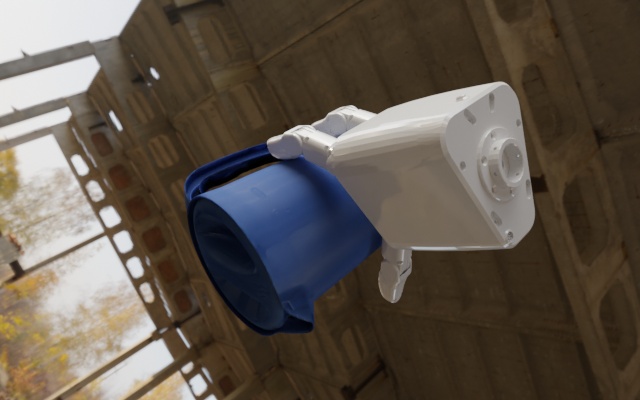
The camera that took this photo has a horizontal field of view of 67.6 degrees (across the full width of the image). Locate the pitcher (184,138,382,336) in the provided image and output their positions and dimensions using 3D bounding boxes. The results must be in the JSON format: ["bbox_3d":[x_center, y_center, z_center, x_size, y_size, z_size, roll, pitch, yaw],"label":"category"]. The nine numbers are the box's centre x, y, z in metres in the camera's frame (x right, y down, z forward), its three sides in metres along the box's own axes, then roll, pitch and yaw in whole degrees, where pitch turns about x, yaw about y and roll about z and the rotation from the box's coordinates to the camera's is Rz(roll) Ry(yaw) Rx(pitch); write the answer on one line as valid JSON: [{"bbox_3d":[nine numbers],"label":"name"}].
[{"bbox_3d":[0.000,0.002,0.465,0.242,0.149,0.145,-31,15,-33],"label":"pitcher"}]
